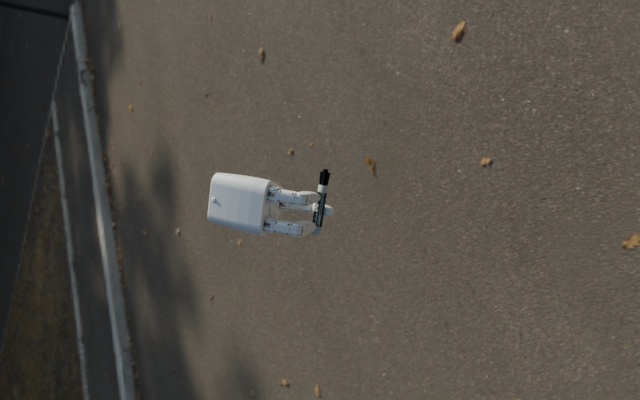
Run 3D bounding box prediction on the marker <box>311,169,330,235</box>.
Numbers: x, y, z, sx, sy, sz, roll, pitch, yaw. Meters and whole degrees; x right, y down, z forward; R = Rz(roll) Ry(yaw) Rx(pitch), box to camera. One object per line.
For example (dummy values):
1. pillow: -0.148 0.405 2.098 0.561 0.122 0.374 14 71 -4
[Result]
1. marker: 0.000 0.003 0.866 0.020 0.121 0.020 9 11 -2
